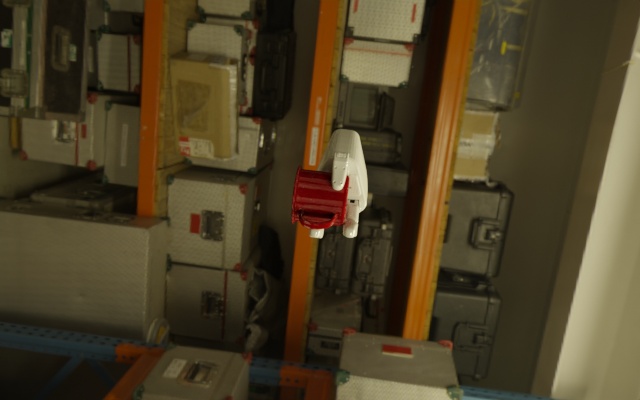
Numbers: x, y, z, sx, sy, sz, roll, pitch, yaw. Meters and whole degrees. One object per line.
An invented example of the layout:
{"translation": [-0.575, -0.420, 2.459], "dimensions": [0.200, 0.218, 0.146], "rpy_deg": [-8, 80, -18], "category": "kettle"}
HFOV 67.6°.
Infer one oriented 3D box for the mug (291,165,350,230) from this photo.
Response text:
{"translation": [0.000, 0.003, 0.740], "dimensions": [0.081, 0.093, 0.117], "rpy_deg": [7, 36, 3], "category": "mug"}
